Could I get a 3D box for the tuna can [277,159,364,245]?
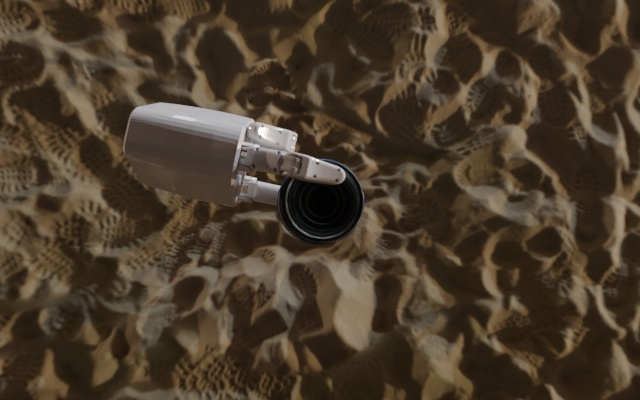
[{"bbox_3d":[0.000,0.002,0.478,0.086,0.086,0.034,0,-4,-8],"label":"tuna can"}]
